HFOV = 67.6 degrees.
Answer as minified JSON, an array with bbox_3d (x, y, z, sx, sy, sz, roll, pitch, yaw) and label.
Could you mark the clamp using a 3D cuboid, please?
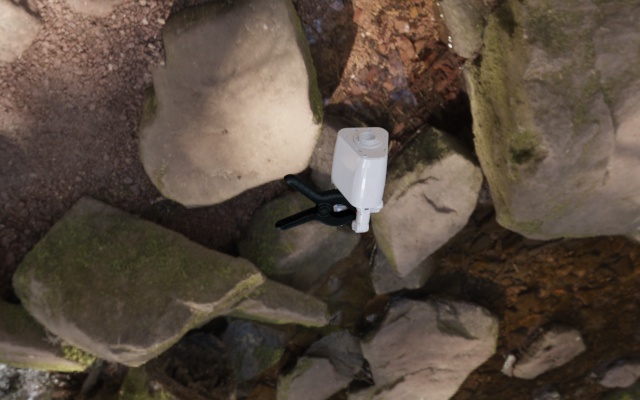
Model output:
[{"bbox_3d":[0.000,0.003,0.895,0.171,0.120,0.039,-3,39,-10],"label":"clamp"}]
